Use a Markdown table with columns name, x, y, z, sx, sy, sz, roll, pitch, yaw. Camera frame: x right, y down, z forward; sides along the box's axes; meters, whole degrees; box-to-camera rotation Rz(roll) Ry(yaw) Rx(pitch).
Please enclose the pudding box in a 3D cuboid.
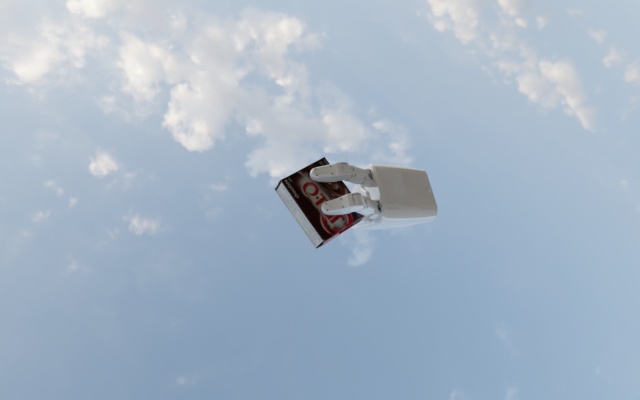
| name | x | y | z | sx | sy | sz | roll | pitch | yaw |
| --- | --- | --- | --- | --- | --- | --- | --- | --- | --- |
| pudding box | 0.000 | 0.002 | 0.714 | 0.090 | 0.113 | 0.039 | -31 | -12 | -34 |
